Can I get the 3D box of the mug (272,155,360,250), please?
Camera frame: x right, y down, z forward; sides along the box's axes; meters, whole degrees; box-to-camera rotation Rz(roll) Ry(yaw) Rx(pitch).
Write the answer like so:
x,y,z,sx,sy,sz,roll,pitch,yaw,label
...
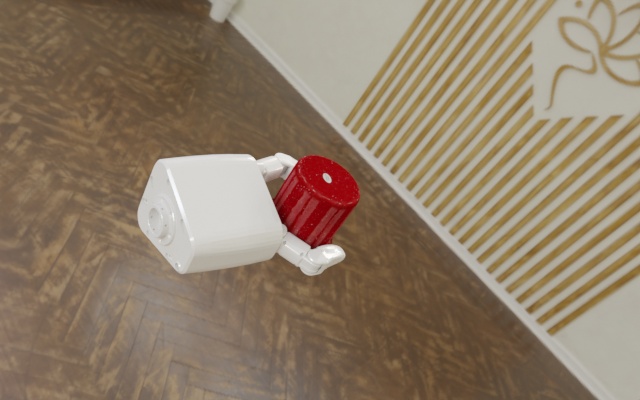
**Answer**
x,y,z,sx,sy,sz,roll,pitch,yaw,label
0.001,0.002,0.554,0.117,0.093,0.081,-10,-36,-46,mug
